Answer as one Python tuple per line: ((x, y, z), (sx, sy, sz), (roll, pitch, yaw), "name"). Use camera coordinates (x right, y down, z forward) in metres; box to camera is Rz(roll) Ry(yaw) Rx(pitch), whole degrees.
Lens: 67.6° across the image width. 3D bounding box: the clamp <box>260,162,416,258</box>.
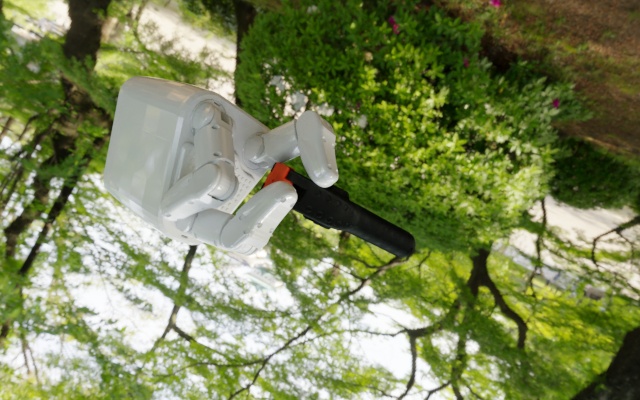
((0.000, 0.002, 0.409), (0.120, 0.039, 0.171), (21, -6, 40), "clamp")
